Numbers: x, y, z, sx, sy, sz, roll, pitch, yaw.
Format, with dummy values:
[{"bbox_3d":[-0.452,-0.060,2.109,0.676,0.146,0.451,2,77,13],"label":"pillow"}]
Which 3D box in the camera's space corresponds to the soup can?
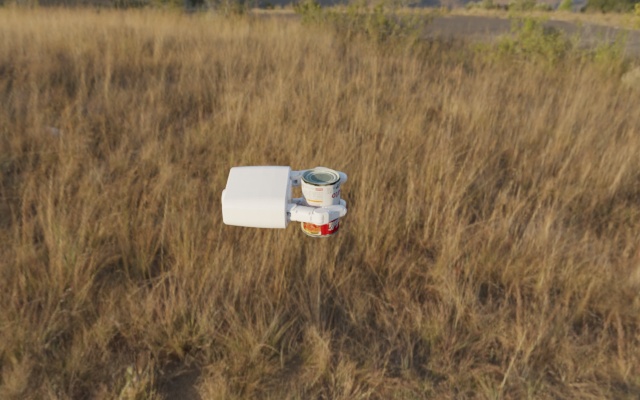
[{"bbox_3d":[0.001,0.003,0.827,0.068,0.102,0.068,1,28,0],"label":"soup can"}]
